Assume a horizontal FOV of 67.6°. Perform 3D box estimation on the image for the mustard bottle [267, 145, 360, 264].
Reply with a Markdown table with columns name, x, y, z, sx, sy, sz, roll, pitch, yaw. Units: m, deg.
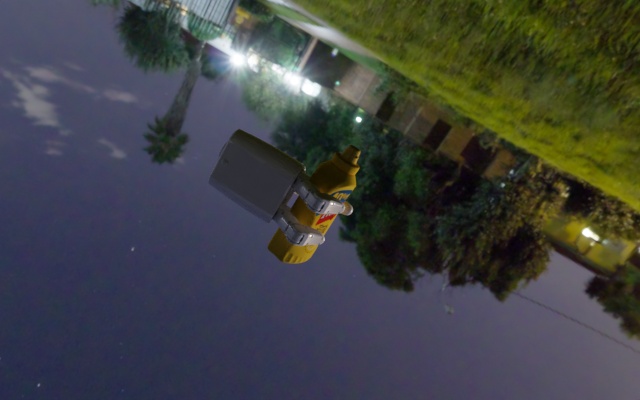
| name | x | y | z | sx | sy | sz | roll | pitch | yaw |
| --- | --- | --- | --- | --- | --- | --- | --- | --- | --- |
| mustard bottle | 0.000 | 0.003 | 0.702 | 0.058 | 0.192 | 0.096 | 40 | 20 | 23 |
